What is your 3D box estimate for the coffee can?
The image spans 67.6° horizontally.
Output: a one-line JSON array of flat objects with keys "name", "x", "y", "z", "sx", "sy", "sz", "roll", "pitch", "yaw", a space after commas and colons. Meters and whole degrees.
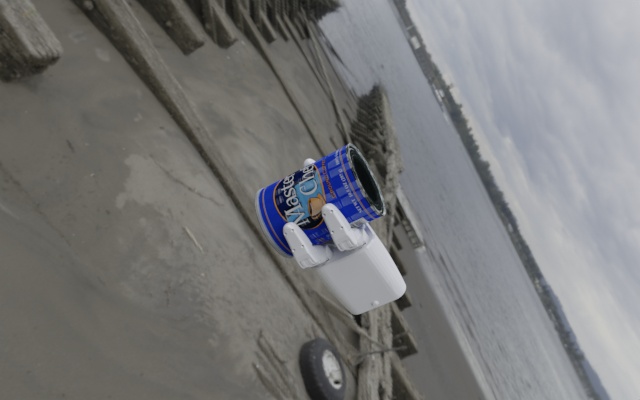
[{"name": "coffee can", "x": 0.000, "y": 0.002, "z": 0.626, "sx": 0.140, "sy": 0.103, "sz": 0.103, "roll": -26, "pitch": -8, "yaw": 18}]
